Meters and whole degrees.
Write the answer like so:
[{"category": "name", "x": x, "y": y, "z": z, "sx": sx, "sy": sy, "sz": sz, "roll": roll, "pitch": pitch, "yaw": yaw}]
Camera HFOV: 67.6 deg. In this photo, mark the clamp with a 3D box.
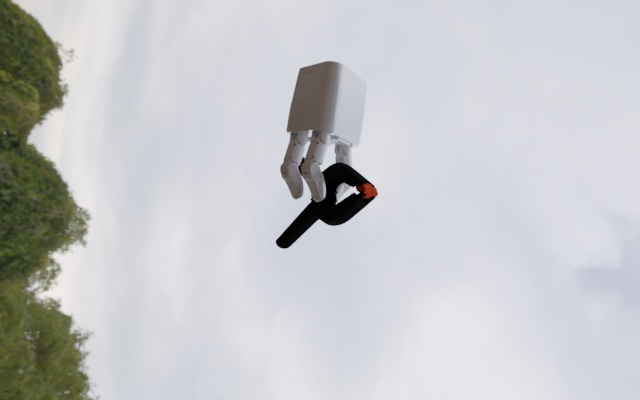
[{"category": "clamp", "x": 0.001, "y": 0.002, "z": 0.733, "sx": 0.036, "sy": 0.164, "sz": 0.210, "roll": 13, "pitch": -5, "yaw": -39}]
